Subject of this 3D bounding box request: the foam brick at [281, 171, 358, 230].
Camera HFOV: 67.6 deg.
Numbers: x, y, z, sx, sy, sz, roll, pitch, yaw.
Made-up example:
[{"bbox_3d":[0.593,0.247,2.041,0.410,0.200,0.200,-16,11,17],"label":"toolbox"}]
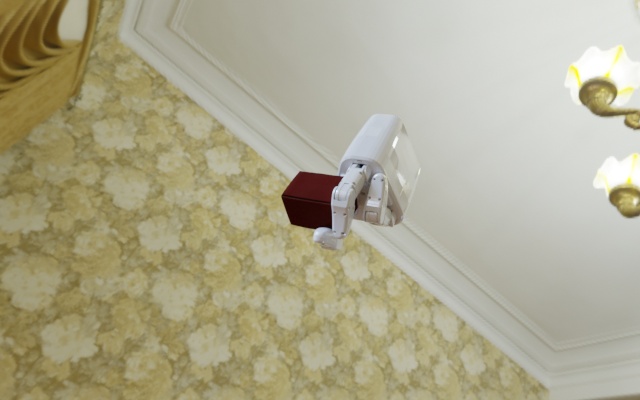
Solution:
[{"bbox_3d":[0.000,0.002,0.604,0.078,0.053,0.051,9,46,23],"label":"foam brick"}]
